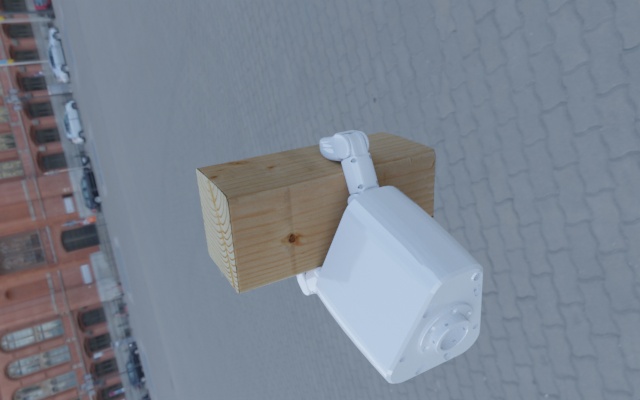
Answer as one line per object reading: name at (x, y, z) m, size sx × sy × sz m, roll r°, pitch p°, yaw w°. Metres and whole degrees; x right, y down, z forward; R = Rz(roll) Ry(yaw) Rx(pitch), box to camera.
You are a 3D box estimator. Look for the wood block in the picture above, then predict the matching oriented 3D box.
wood block at (0.000, 0.001, 0.456) m, size 0.206 × 0.091 × 0.090 m, roll -14°, pitch 25°, yaw -26°
